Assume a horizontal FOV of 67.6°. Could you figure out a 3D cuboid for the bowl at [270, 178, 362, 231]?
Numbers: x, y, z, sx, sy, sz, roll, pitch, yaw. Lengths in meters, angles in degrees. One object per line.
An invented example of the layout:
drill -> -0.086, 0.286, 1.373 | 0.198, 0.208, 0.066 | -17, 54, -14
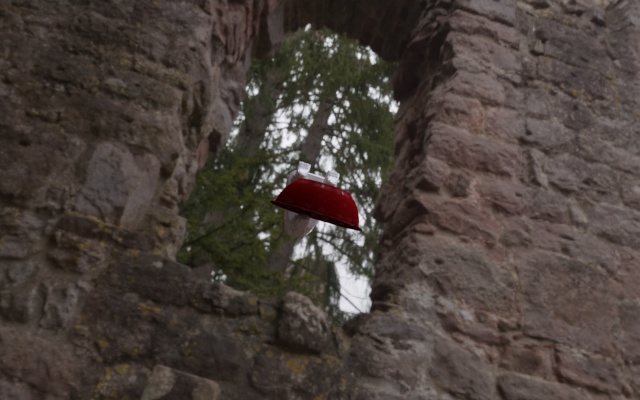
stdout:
bowl -> 0.001, 0.002, 0.803 | 0.162, 0.055, 0.162 | 17, -5, 1
